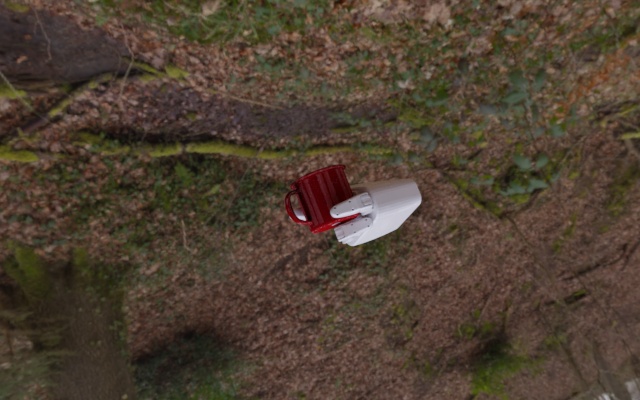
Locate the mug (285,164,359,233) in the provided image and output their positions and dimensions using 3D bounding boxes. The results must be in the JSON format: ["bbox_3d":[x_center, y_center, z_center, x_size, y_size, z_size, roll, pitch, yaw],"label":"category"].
[{"bbox_3d":[-0.001,0.003,0.729,0.117,0.081,0.093,-15,-11,-34],"label":"mug"}]
